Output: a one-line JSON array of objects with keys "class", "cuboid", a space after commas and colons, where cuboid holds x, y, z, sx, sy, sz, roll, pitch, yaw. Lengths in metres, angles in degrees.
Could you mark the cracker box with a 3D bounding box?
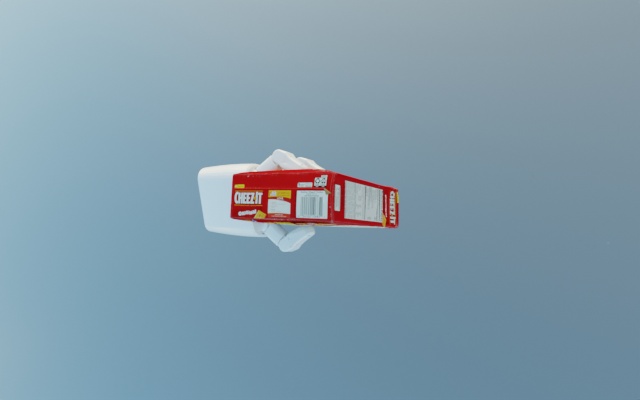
[{"class": "cracker box", "cuboid": [0.000, 0.002, 0.700, 0.164, 0.072, 0.214, 0, -4, 31]}]
